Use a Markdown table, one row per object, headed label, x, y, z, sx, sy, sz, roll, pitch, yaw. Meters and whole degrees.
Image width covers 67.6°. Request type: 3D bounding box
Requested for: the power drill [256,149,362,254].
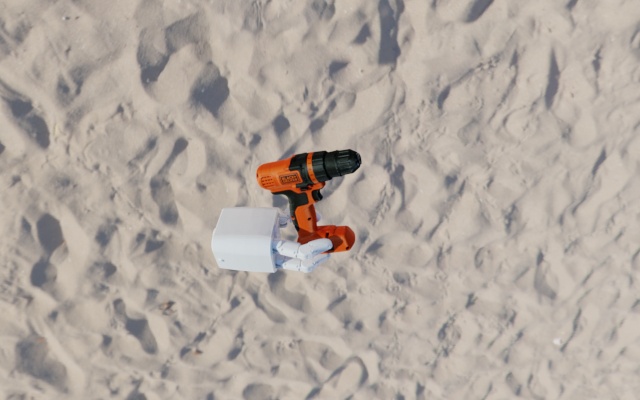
| label | x | y | z | sx | sy | sz | roll | pitch | yaw |
| --- | --- | --- | --- | --- | --- | --- | --- | --- | --- |
| power drill | 0.000 | 0.003 | 0.823 | 0.184 | 0.188 | 0.057 | -8 | 29 | 22 |
